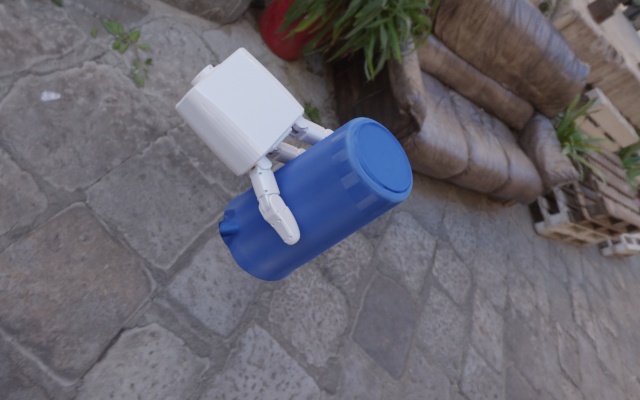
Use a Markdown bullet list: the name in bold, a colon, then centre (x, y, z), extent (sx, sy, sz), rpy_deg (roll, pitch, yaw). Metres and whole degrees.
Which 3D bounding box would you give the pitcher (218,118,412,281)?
- **pitcher**: centre (0.000, 0.002, 0.610), extent (0.243, 0.145, 0.149), rpy_deg (-33, 17, 39)
